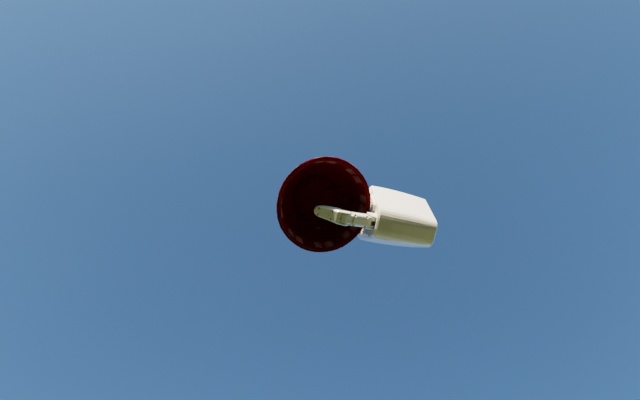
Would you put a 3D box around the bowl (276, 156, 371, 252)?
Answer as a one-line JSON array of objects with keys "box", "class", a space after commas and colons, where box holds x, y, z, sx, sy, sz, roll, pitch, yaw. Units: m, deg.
[{"box": [-0.001, 0.002, 0.803, 0.162, 0.162, 0.055, 0, 13, -17], "class": "bowl"}]
